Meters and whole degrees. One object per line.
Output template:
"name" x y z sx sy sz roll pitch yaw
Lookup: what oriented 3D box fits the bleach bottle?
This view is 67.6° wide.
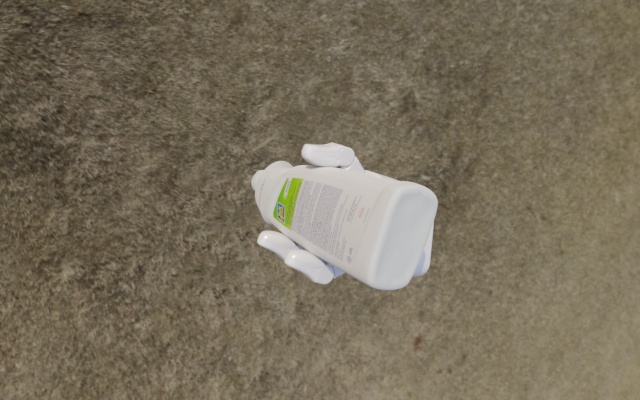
"bleach bottle" 0.000 0.002 0.510 0.068 0.102 0.250 12 8 -40
